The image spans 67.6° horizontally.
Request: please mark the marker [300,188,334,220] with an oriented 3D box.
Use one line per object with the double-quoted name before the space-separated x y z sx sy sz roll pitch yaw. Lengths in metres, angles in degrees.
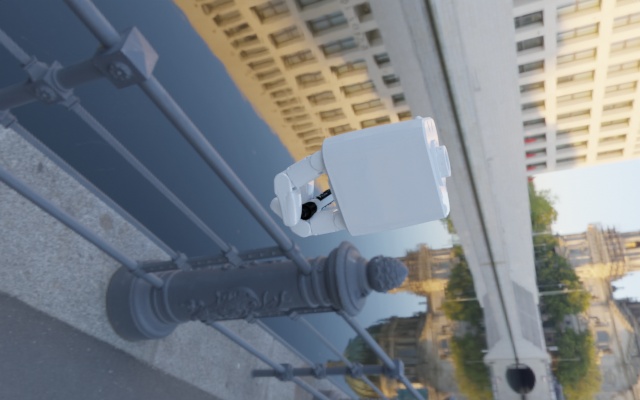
"marker" 0.000 0.002 0.581 0.020 0.020 0.121 0 12 20
